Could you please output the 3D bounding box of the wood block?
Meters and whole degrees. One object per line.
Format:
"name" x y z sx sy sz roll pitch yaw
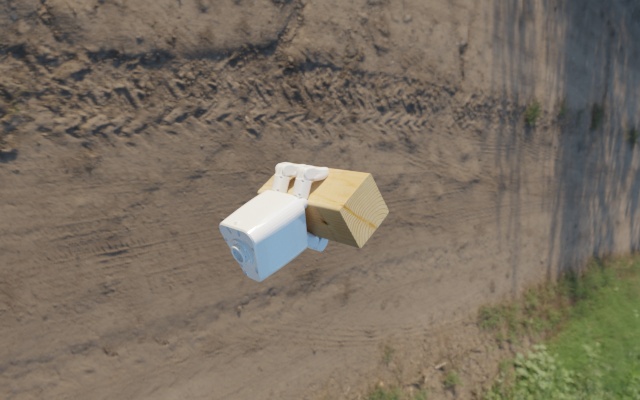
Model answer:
"wood block" 0.000 0.003 0.828 0.206 0.091 0.090 12 52 45
